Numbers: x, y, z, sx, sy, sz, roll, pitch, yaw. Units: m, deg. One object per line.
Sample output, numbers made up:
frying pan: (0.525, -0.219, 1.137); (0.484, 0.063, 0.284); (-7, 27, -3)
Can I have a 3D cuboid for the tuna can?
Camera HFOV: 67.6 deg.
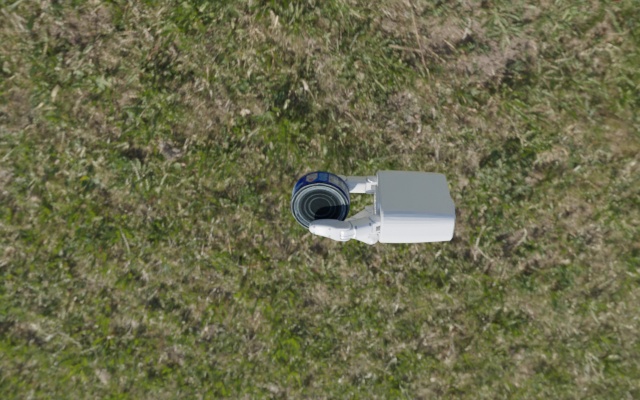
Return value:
tuna can: (0.000, 0.003, 0.691); (0.086, 0.086, 0.033); (0, 33, 4)
